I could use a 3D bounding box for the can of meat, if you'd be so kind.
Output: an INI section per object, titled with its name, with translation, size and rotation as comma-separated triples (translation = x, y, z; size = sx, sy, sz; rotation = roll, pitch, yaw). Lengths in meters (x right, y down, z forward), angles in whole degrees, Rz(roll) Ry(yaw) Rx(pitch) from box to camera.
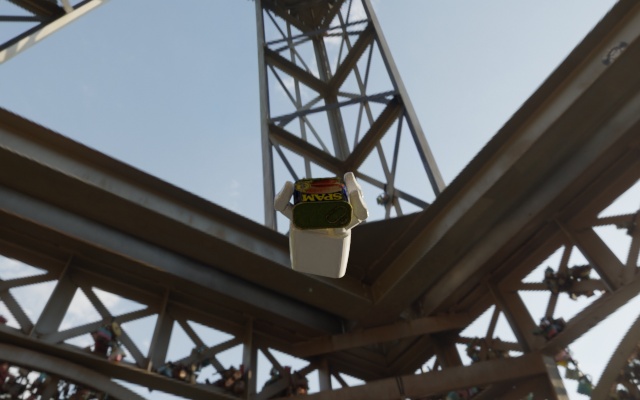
[can of meat]
translation = 0.000, 0.003, 0.844
size = 0.102, 0.057, 0.084
rotation = -3, 35, -3
